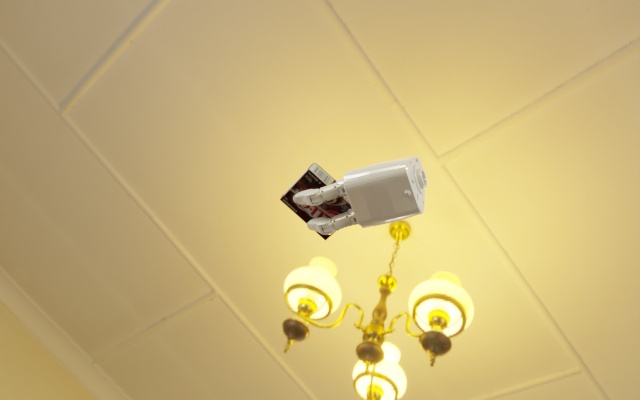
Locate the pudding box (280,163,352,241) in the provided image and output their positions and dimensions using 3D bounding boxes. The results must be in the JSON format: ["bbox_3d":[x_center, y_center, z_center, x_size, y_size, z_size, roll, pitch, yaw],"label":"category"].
[{"bbox_3d":[0.000,0.003,0.829,0.090,0.113,0.039,-44,5,34],"label":"pudding box"}]
